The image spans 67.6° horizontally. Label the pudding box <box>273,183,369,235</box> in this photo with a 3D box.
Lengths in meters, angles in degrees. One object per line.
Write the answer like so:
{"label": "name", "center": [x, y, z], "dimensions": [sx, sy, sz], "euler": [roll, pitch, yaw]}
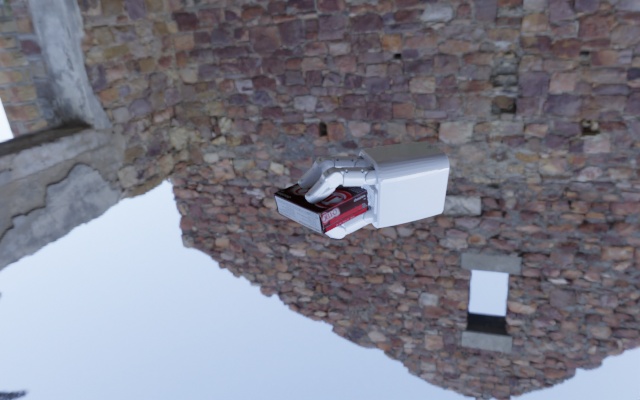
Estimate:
{"label": "pudding box", "center": [0.000, 0.002, 0.693], "dimensions": [0.090, 0.039, 0.113], "euler": [-24, 27, -33]}
